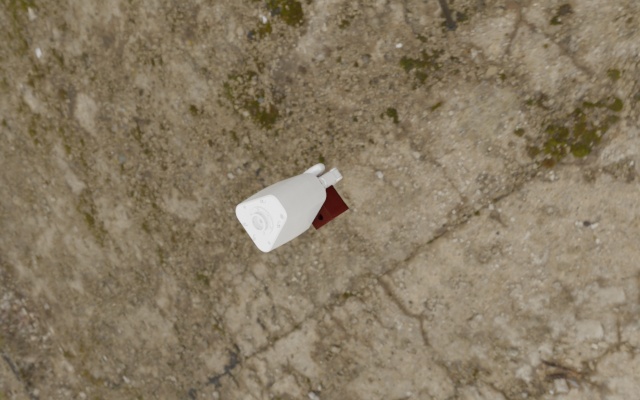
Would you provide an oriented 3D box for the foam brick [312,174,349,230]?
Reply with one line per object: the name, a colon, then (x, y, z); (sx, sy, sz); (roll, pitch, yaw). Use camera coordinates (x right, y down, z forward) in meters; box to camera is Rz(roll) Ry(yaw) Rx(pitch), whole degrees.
foam brick: (0.000, 0.003, 0.850); (0.053, 0.078, 0.051); (-39, -5, 42)
